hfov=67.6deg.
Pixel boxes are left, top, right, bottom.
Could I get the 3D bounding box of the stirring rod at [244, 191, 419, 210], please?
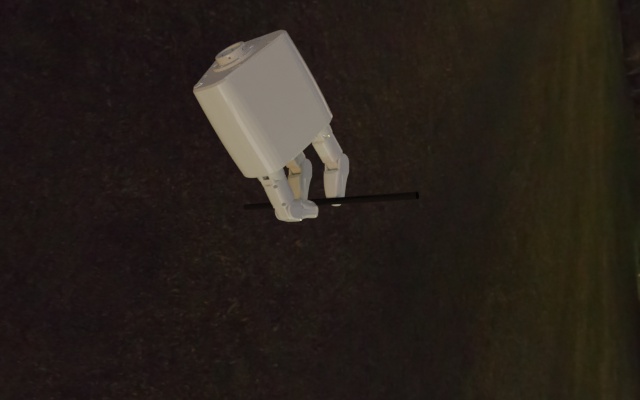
[{"bbox_3d":[0.000,0.002,0.549,0.239,0.011,0.011,-4,-2,36],"label":"stirring rod"}]
